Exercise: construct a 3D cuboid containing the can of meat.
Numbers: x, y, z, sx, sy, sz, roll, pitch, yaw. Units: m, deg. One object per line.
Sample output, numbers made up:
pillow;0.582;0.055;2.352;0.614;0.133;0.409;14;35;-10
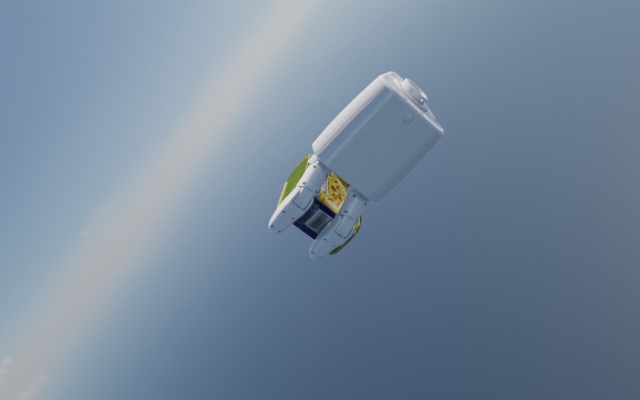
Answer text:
can of meat;0.000;0.002;0.571;0.084;0.057;0.102;37;29;-16
